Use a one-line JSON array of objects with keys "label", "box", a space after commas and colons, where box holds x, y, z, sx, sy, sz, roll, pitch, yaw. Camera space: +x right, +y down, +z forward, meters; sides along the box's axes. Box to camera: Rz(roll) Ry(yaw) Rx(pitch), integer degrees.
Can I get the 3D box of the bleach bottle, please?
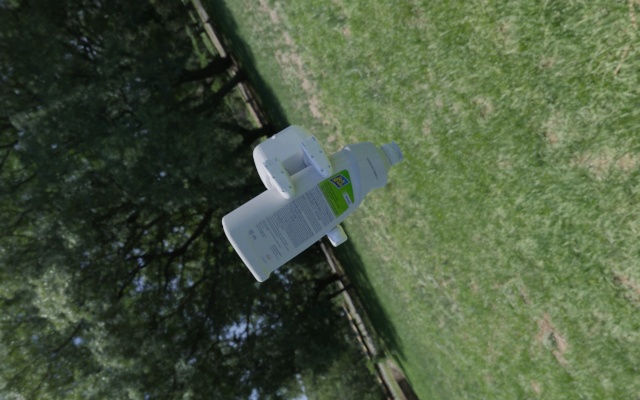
[{"label": "bleach bottle", "box": [0.000, 0.002, 0.643, 0.251, 0.103, 0.068, -31, 30, -3]}]
